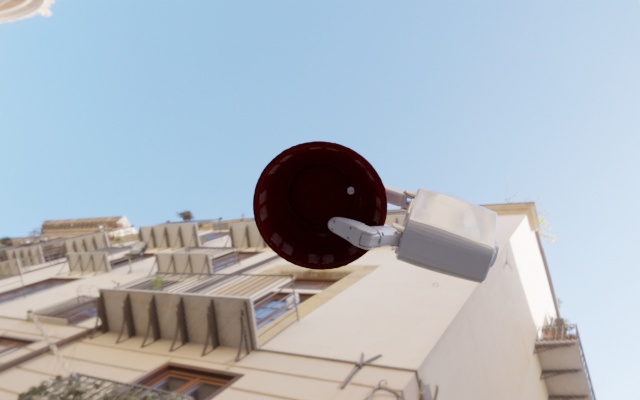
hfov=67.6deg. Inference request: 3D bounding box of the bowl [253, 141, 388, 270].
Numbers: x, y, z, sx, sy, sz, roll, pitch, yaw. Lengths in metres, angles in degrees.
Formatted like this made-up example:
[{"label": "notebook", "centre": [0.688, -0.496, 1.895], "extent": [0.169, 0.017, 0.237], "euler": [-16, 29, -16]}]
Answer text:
[{"label": "bowl", "centre": [-0.001, 0.001, 0.593], "extent": [0.162, 0.162, 0.055], "euler": [0, 17, 2]}]
